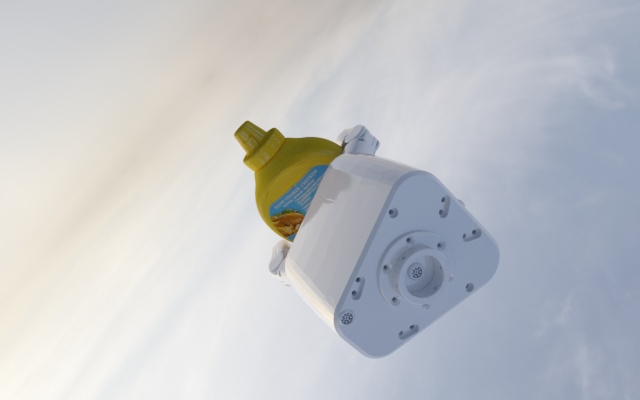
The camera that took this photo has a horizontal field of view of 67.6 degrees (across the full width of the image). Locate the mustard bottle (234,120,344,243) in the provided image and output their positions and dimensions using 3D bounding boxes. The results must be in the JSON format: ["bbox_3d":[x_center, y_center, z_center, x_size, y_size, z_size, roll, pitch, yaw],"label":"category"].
[{"bbox_3d":[0.000,0.001,0.425,0.096,0.192,0.058,-41,20,18],"label":"mustard bottle"}]
